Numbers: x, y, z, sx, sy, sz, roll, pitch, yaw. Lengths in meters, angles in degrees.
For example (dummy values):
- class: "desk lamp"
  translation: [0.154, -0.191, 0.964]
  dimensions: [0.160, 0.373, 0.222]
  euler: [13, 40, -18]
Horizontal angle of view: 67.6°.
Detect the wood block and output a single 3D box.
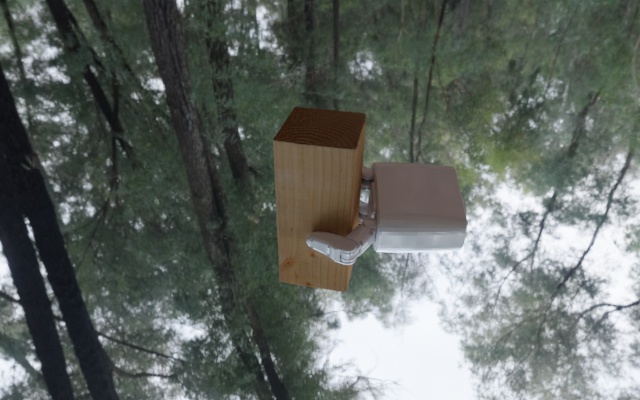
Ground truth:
- class: "wood block"
  translation: [0.000, 0.002, 0.584]
  dimensions: [0.090, 0.206, 0.090]
  euler: [7, 35, 9]
